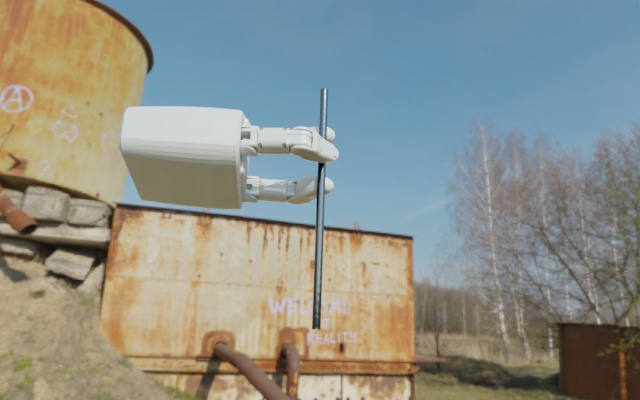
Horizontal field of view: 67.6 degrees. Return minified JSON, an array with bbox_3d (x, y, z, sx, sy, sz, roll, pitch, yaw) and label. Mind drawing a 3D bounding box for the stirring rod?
[{"bbox_3d":[0.000,0.002,0.466,0.011,0.239,0.011,2,-14,0],"label":"stirring rod"}]
